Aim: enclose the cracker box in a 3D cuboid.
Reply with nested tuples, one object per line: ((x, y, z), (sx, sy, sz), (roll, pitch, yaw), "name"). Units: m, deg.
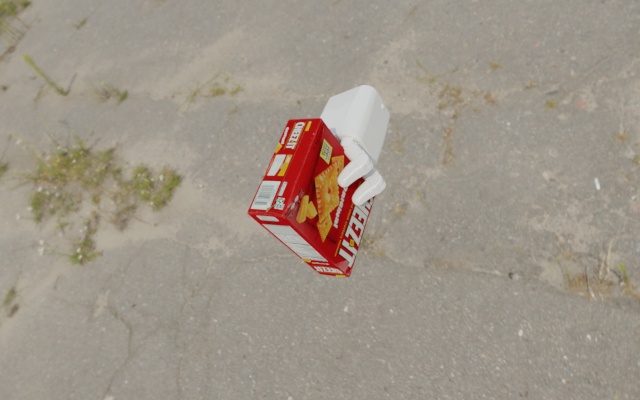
((0.000, 0.002, 0.740), (0.072, 0.164, 0.214), (4, -28, 35), "cracker box")
